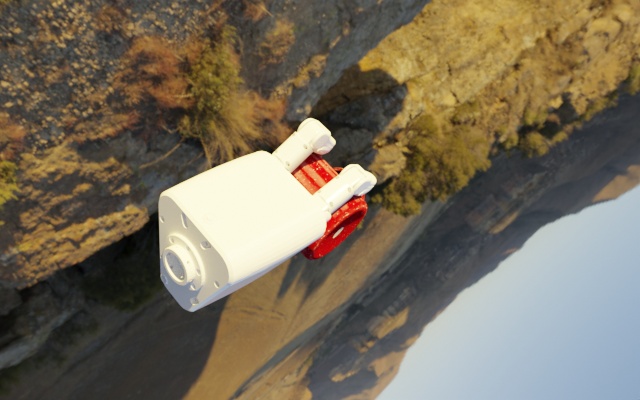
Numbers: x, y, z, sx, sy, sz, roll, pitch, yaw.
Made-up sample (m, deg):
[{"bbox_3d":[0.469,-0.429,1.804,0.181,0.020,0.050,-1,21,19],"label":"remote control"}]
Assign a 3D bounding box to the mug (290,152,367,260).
[{"bbox_3d":[0.001,0.001,0.494,0.117,0.081,0.093,-28,-23,-43],"label":"mug"}]
